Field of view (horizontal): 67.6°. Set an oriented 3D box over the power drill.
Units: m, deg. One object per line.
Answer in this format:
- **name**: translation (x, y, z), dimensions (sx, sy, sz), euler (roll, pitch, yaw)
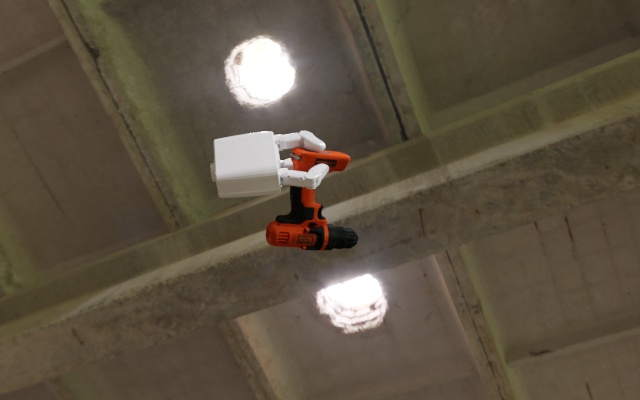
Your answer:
- **power drill**: translation (0.000, 0.002, 0.881), dimensions (0.184, 0.188, 0.057), euler (5, 12, -25)
